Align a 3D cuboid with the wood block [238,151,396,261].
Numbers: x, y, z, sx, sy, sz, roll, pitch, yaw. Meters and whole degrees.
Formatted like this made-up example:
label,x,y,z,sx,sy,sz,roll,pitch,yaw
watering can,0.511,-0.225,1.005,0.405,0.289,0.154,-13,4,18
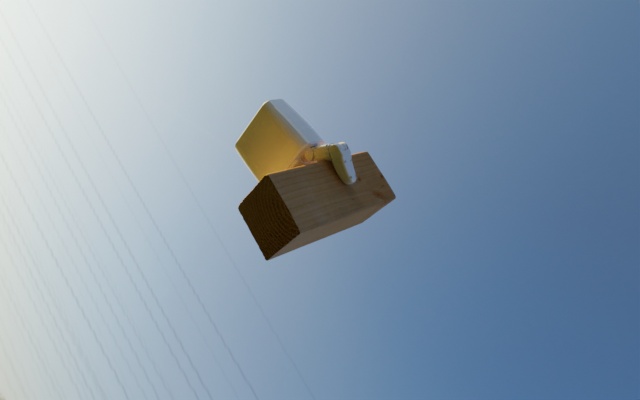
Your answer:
label,x,y,z,sx,sy,sz,roll,pitch,yaw
wood block,0.000,0.002,0.689,0.206,0.090,0.091,-18,-17,-44
